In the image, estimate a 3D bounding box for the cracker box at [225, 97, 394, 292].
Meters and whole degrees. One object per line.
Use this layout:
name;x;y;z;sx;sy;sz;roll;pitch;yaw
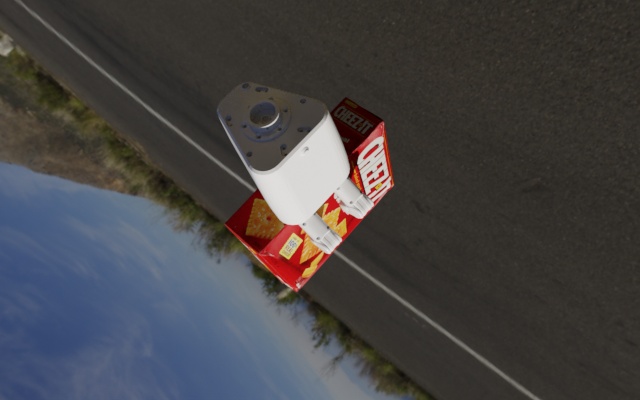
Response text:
cracker box;0.000;0.002;0.614;0.072;0.213;0.164;38;-13;26
